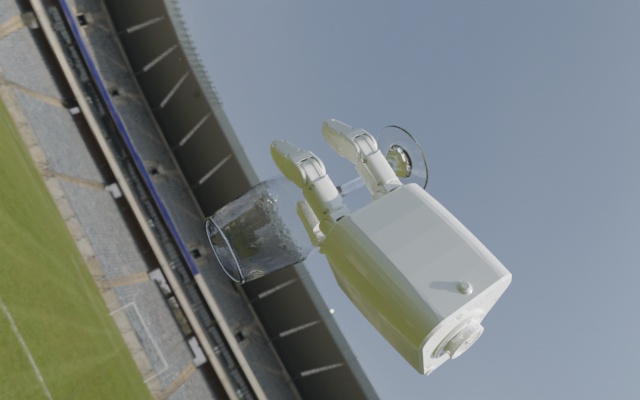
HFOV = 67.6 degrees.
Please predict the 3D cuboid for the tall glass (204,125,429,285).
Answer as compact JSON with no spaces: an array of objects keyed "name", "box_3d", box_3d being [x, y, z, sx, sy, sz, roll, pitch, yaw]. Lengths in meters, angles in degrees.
[{"name":"tall glass","box_3d":[0.001,0.001,0.432,0.201,0.079,0.079,-26,12,-25]}]
